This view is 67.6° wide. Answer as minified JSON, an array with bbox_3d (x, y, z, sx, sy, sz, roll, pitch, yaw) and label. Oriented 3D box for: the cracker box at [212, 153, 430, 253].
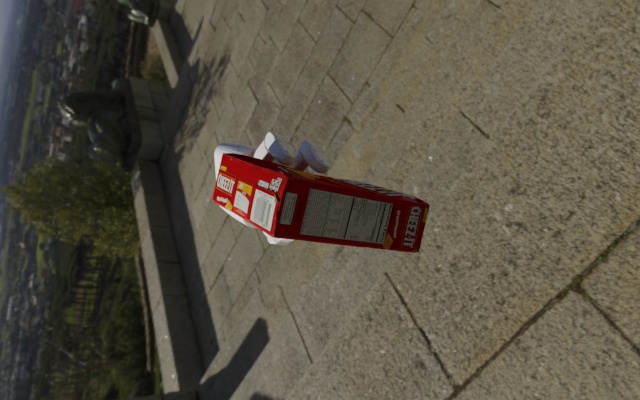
[{"bbox_3d":[0.000,0.002,0.588,0.214,0.072,0.164,9,7,-36],"label":"cracker box"}]
